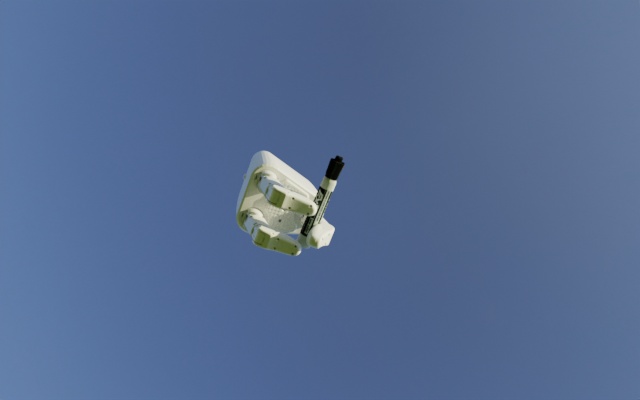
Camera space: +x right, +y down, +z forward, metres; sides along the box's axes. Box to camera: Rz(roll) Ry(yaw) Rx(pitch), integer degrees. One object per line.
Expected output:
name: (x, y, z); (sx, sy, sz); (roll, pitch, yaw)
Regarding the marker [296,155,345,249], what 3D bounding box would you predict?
marker: (0.000, 0.002, 0.583); (0.020, 0.121, 0.020); (21, 14, -5)
